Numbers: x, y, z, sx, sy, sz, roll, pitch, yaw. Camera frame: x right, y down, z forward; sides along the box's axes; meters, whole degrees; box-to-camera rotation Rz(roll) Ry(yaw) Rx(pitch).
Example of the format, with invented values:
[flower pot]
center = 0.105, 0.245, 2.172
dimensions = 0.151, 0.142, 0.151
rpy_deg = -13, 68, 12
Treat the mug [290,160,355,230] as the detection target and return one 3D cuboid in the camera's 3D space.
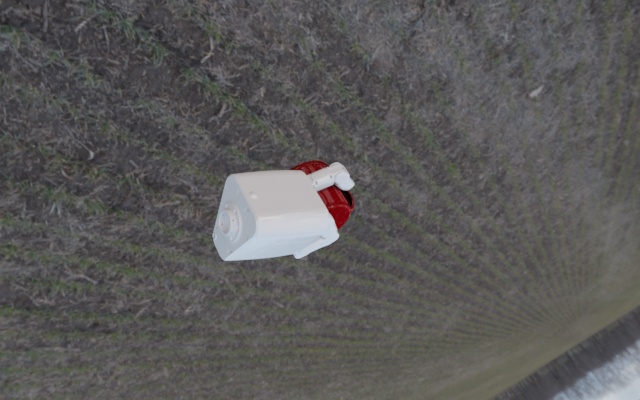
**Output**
[mug]
center = 0.001, 0.002, 0.698
dimensions = 0.117, 0.081, 0.093
rpy_deg = -4, -39, -39
